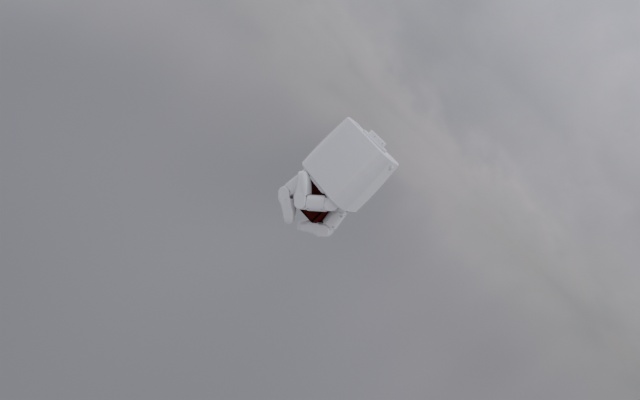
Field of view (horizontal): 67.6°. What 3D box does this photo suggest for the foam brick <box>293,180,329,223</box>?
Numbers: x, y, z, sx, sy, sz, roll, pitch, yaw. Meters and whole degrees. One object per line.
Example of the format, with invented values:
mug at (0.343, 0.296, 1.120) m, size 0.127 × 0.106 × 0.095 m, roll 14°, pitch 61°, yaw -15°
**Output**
foam brick at (0.000, 0.003, 0.793) m, size 0.053 × 0.051 × 0.078 m, roll 47°, pitch 12°, yaw 16°
